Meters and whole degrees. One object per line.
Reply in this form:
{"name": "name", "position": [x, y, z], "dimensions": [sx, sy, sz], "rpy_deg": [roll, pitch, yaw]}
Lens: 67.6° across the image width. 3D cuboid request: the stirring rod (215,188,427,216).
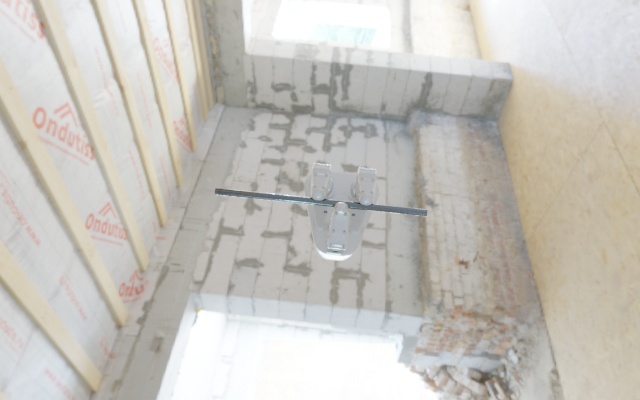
{"name": "stirring rod", "position": [0.000, 0.002, 0.541], "dimensions": [0.239, 0.011, 0.011], "rpy_deg": [6, 0, 1]}
